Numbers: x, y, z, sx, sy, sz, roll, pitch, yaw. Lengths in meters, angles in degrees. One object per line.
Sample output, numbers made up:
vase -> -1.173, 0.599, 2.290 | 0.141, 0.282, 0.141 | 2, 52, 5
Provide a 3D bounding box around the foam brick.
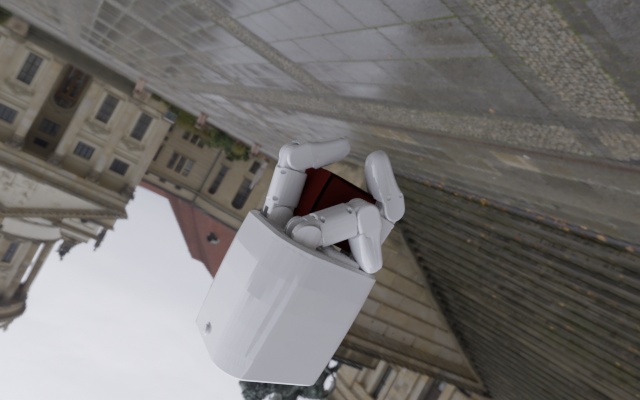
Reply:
foam brick -> 0.000, 0.001, 0.415 | 0.053, 0.051, 0.078 | 28, 1, -29
